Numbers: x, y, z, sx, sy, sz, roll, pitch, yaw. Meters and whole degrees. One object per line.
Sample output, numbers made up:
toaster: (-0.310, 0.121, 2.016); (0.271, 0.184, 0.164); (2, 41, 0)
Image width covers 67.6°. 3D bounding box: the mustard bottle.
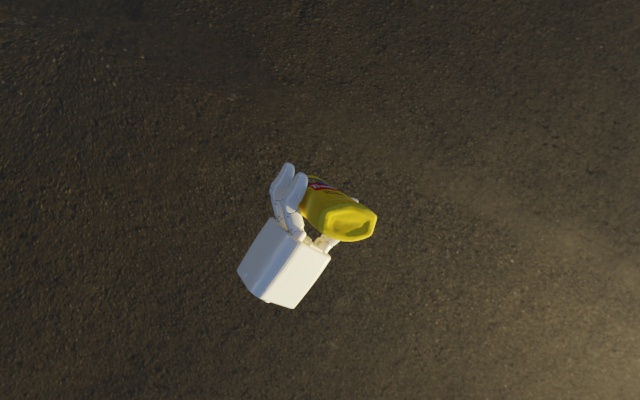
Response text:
mustard bottle: (0.000, 0.002, 0.747); (0.096, 0.058, 0.191); (6, 15, -28)
